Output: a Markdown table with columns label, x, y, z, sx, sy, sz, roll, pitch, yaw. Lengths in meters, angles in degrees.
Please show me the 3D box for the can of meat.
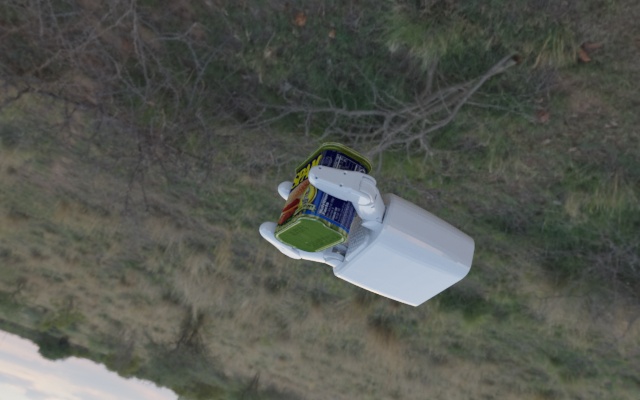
| label | x | y | z | sx | sy | sz | roll | pitch | yaw |
| --- | --- | --- | --- | --- | --- | --- | --- | --- | --- |
| can of meat | 0.000 | 0.002 | 0.486 | 0.057 | 0.084 | 0.102 | 27 | -25 | -17 |
